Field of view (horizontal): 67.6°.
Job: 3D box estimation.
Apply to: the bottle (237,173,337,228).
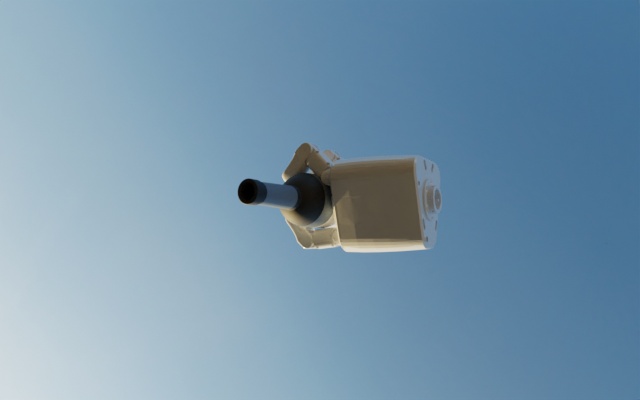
[{"bbox_3d":[0.000,0.002,0.616,0.069,0.069,0.296,0,-4,31],"label":"bottle"}]
